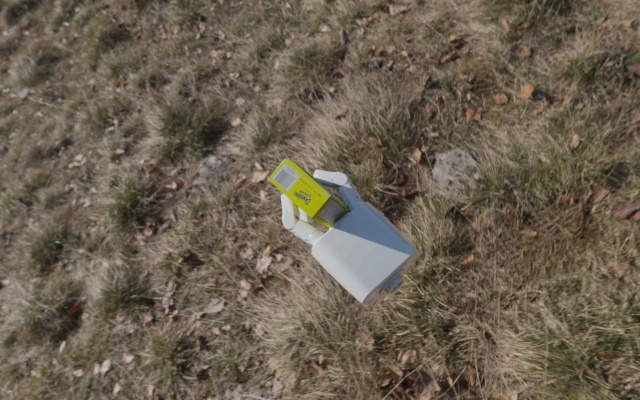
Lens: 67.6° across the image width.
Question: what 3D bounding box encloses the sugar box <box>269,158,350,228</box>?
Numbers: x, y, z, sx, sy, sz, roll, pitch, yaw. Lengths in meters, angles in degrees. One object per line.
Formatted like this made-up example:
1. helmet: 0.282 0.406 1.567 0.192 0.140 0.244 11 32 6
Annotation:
1. sugar box: 0.000 0.003 0.718 0.093 0.048 0.176 41 0 25
